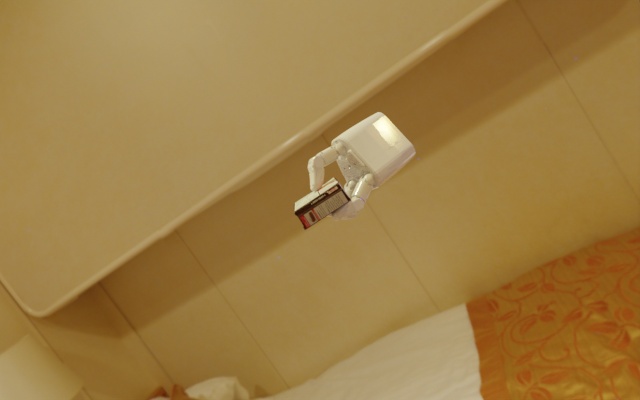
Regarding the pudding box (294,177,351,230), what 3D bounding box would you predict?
[{"bbox_3d":[0.000,0.002,0.809,0.090,0.039,0.113,-34,6,2],"label":"pudding box"}]
